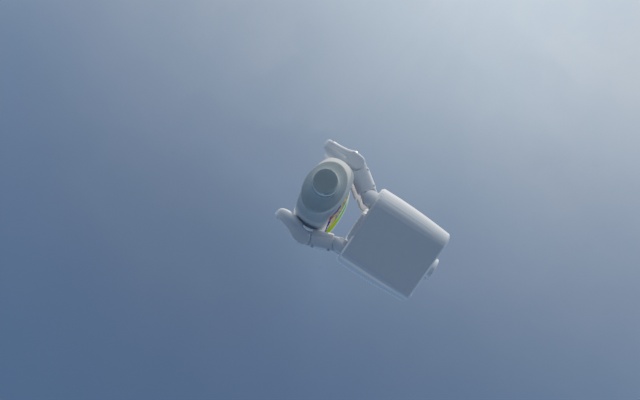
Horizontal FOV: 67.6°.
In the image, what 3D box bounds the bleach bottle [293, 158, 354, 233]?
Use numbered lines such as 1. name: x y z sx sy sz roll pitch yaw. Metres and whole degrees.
1. bleach bottle: 0.000 0.002 0.654 0.068 0.102 0.251 34 -7 4
